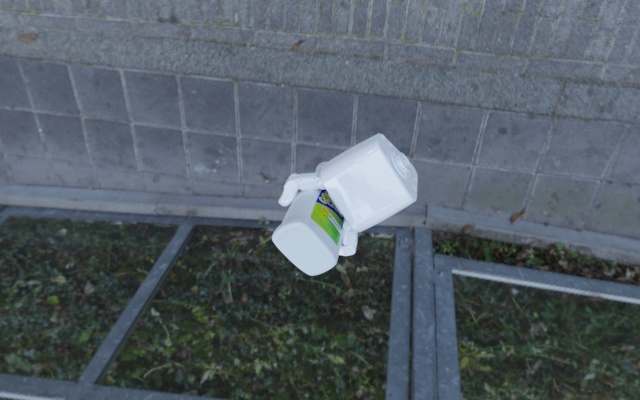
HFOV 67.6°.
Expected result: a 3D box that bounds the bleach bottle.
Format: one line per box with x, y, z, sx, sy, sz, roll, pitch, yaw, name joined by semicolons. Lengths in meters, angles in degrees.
0.000;0.003;0.782;0.068;0.102;0.250;-30;24;28;bleach bottle
